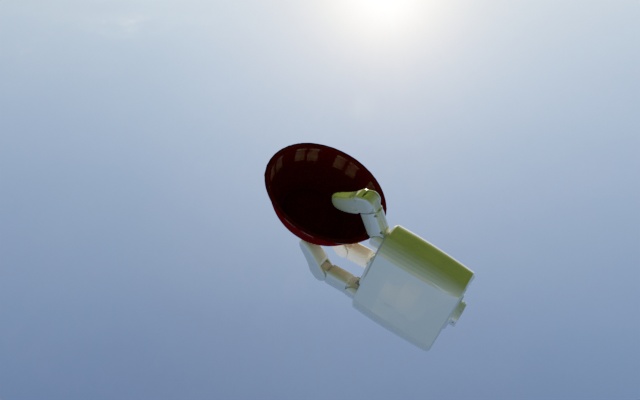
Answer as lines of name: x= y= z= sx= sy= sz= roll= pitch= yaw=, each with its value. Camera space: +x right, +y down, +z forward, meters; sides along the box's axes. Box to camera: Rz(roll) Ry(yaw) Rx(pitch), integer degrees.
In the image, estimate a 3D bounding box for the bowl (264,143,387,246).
bowl: x=-0.001 y=0.001 z=0.608 sx=0.162 sy=0.162 sz=0.055 roll=0 pitch=-38 yaw=-26
